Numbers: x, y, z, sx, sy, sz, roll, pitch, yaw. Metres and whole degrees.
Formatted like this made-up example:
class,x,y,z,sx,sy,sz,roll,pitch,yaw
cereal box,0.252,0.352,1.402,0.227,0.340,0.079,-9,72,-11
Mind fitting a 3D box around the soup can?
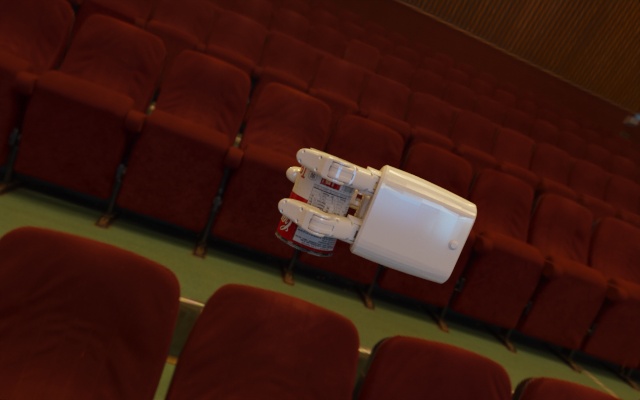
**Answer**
class,x,y,z,sx,sy,sz,roll,pitch,yaw
soup can,0.000,0.001,0.523,0.068,0.102,0.068,21,8,-3
